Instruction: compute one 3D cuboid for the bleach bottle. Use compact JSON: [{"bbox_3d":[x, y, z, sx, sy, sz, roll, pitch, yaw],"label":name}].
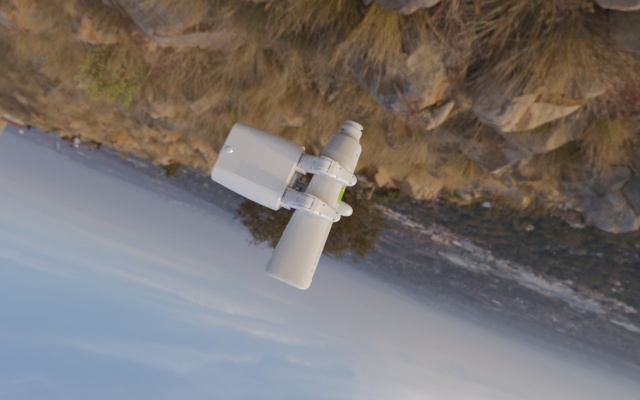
[{"bbox_3d":[0.000,0.002,0.701,0.068,0.251,0.102,23,-8,4],"label":"bleach bottle"}]
